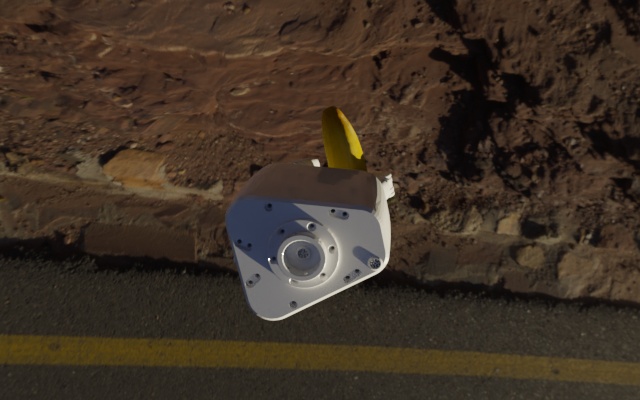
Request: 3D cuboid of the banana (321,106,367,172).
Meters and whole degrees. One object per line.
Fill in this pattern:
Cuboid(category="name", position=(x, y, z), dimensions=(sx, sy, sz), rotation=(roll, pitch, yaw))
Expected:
Cuboid(category="banana", position=(0.016, 0.010, 0.474), dimensions=(0.069, 0.198, 0.037), rotation=(17, 21, 18))
